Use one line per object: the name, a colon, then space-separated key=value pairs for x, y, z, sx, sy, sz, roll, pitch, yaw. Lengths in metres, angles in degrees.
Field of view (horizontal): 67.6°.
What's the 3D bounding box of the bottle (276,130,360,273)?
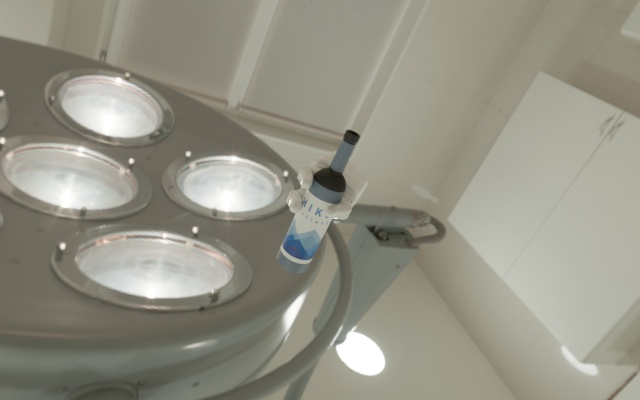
bottle: x=0.000 y=0.003 z=0.898 sx=0.069 sy=0.296 sz=0.069 roll=21 pitch=25 yaw=-10
